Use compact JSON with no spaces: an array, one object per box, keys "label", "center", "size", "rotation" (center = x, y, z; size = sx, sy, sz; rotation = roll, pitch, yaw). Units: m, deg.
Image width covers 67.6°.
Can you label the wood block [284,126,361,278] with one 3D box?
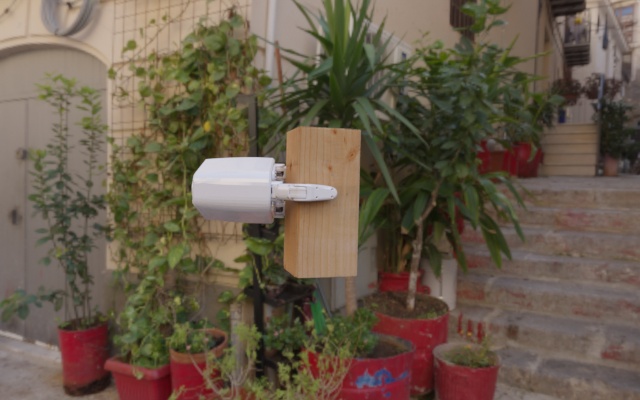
[{"label":"wood block","center":[0.000,0.002,0.695],"size":[0.090,0.206,0.091],"rotation":[1,2,-16]}]
